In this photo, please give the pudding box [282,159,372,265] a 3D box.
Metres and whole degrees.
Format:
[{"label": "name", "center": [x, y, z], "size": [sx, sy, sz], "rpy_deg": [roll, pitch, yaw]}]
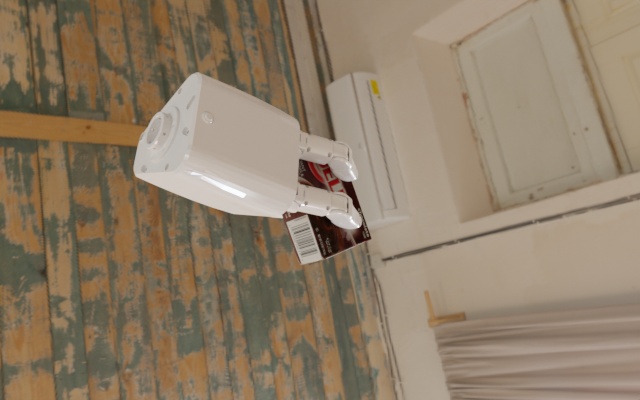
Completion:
[{"label": "pudding box", "center": [0.000, 0.002, 0.499], "size": [0.039, 0.113, 0.090], "rpy_deg": [-19, -2, 40]}]
